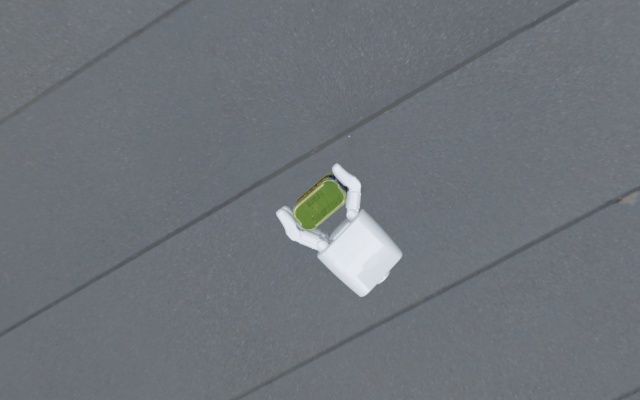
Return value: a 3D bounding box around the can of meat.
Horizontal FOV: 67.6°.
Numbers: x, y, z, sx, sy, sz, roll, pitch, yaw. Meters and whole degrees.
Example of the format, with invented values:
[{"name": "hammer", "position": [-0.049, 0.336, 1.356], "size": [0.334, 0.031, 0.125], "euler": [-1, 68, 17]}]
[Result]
[{"name": "can of meat", "position": [0.000, 0.003, 0.836], "size": [0.102, 0.057, 0.084], "euler": [-41, 4, 8]}]
